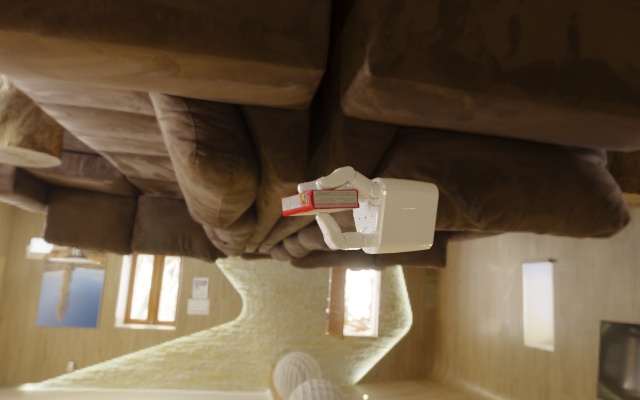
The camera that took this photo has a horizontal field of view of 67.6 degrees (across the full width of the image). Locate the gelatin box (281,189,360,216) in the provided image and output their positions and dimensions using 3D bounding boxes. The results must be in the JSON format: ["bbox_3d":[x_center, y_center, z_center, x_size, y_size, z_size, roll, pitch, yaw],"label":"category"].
[{"bbox_3d":[0.000,0.003,0.687,0.089,0.030,0.073,-2,-7,-40],"label":"gelatin box"}]
